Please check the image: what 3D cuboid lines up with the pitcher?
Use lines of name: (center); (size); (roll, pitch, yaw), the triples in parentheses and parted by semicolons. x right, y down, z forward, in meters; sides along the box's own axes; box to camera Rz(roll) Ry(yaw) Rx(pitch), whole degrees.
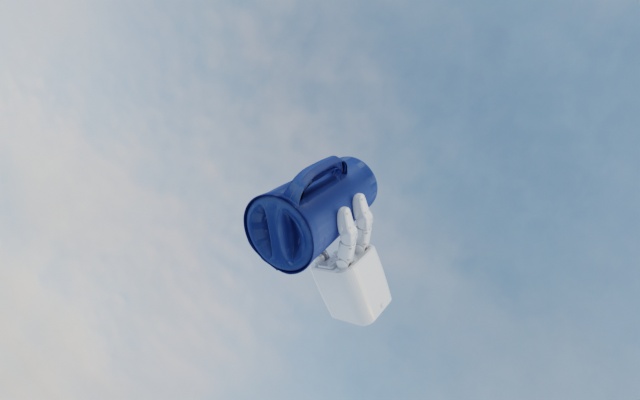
pitcher: (0.000, 0.003, 0.797); (0.149, 0.145, 0.242); (-14, 13, 40)
